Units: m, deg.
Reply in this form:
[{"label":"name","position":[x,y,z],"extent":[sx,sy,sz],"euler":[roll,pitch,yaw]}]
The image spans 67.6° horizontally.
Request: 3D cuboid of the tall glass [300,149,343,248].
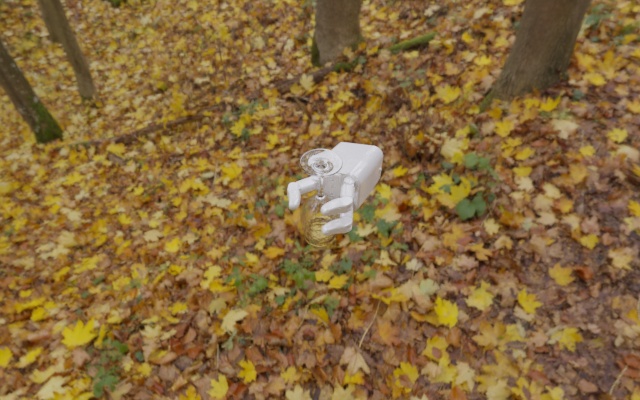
[{"label":"tall glass","position":[0.000,0.003,0.898],"extent":[0.079,0.079,0.201],"euler":[0,-45,-1]}]
